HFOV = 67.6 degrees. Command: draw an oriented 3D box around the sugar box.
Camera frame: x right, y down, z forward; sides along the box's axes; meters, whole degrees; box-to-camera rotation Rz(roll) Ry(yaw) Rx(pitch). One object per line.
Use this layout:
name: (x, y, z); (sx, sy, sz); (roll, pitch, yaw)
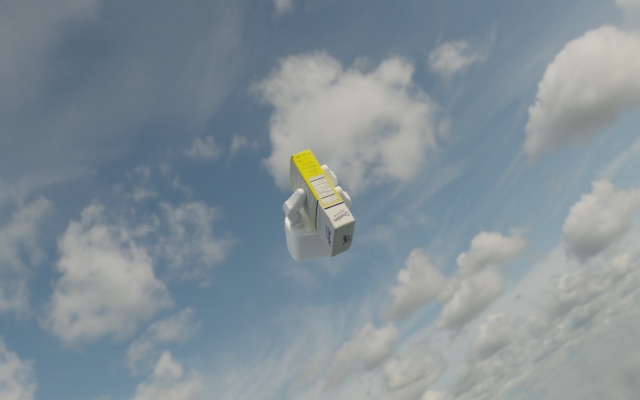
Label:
sugar box: (0.001, 0.003, 0.849); (0.048, 0.176, 0.093); (-23, -32, -18)
